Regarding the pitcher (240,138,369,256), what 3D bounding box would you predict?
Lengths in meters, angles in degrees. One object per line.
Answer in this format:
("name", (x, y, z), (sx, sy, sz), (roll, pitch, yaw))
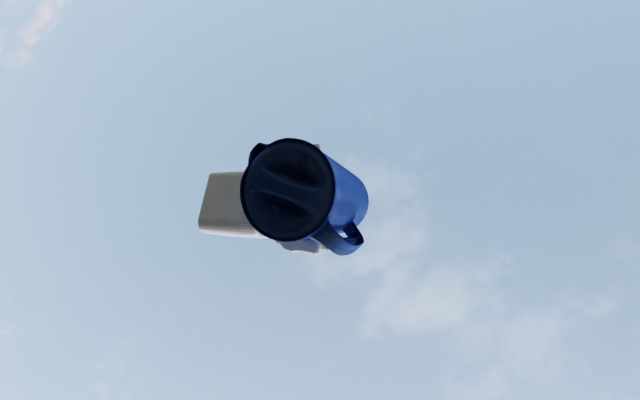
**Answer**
("pitcher", (0.000, 0.002, 0.711), (0.145, 0.149, 0.243), (0, -4, 20))
